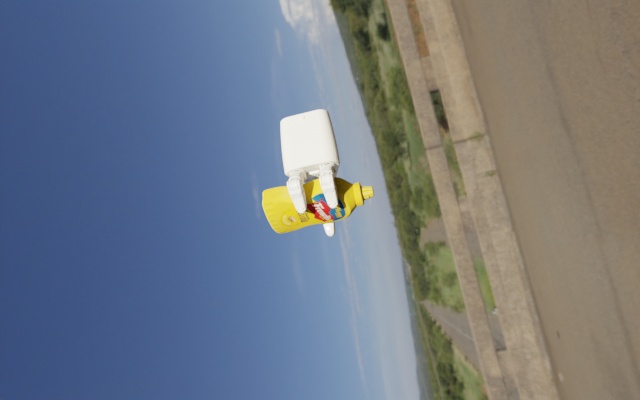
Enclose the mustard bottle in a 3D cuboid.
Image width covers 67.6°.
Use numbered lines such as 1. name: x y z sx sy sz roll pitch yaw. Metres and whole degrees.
1. mustard bottle: 0.000 0.003 0.851 0.191 0.058 0.096 -12 -44 9
